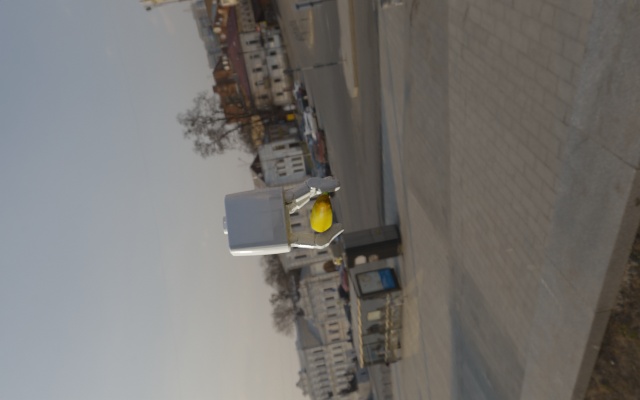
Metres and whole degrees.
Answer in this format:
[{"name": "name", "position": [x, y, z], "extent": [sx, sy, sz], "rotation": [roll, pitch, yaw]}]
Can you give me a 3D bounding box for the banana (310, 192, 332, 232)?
[{"name": "banana", "position": [0.001, 0.021, 0.825], "extent": [0.037, 0.069, 0.198], "rotation": [-1, 3, 0]}]
